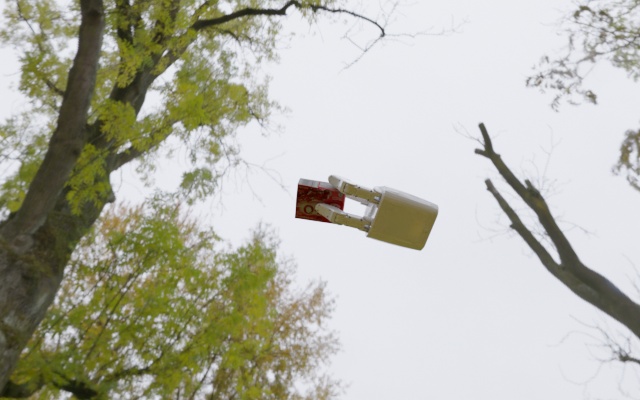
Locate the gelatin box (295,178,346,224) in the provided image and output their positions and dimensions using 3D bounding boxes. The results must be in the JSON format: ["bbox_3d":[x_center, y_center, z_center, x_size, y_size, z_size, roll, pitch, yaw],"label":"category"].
[{"bbox_3d":[0.000,0.003,0.871,0.089,0.073,0.030,9,31,5],"label":"gelatin box"}]
